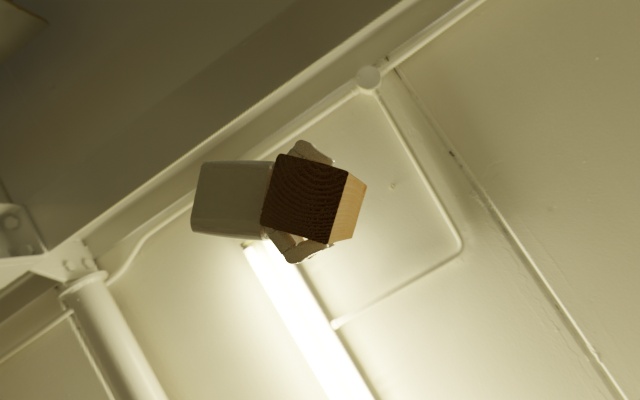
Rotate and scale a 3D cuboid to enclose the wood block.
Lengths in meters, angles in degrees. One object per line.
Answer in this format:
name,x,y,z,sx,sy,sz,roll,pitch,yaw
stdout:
wood block,0.000,0.002,0.652,0.090,0.091,0.206,16,1,12
